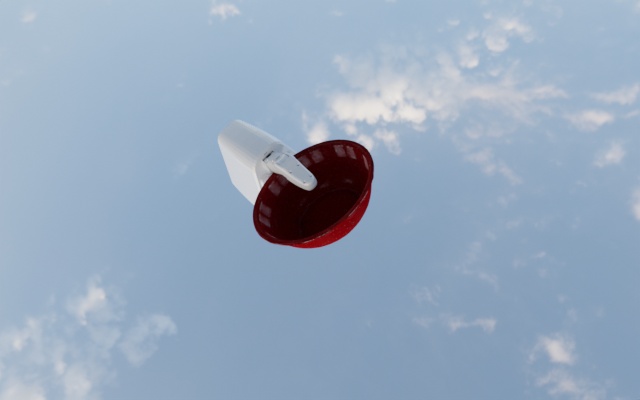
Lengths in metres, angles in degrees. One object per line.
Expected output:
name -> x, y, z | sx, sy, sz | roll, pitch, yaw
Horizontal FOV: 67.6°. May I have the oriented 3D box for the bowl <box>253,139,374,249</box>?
bowl -> 0.001, 0.003, 0.575 | 0.162, 0.162, 0.055 | 0, -39, 37
